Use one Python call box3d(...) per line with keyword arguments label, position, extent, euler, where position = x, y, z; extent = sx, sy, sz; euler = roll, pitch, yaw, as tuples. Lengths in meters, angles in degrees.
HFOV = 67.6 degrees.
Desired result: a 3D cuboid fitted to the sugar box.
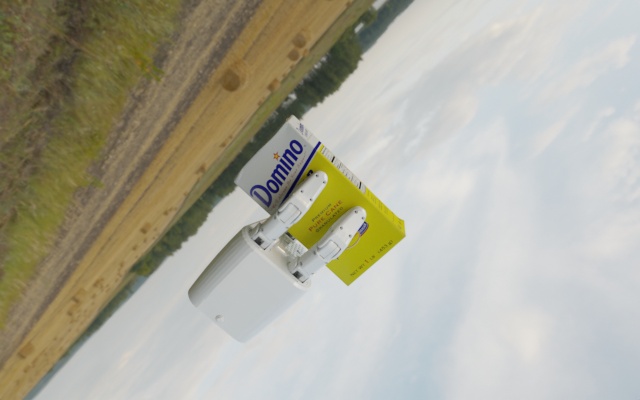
box3d(label="sugar box", position=(0.000, 0.002, 0.523), extent=(0.176, 0.093, 0.048), euler=(42, 19, -10))
